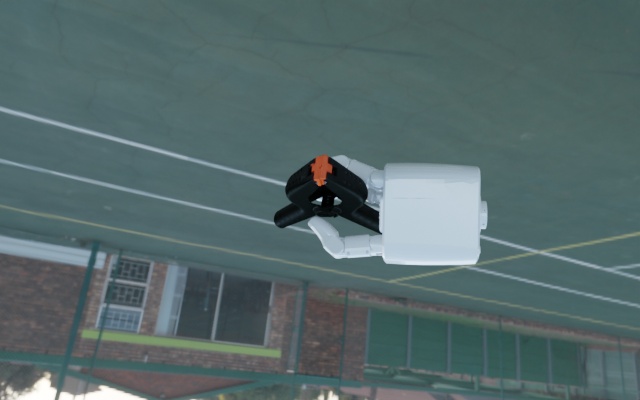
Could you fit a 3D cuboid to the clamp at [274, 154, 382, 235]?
[{"bbox_3d":[0.000,0.002,0.581,0.164,0.036,0.210,0,-20,13],"label":"clamp"}]
